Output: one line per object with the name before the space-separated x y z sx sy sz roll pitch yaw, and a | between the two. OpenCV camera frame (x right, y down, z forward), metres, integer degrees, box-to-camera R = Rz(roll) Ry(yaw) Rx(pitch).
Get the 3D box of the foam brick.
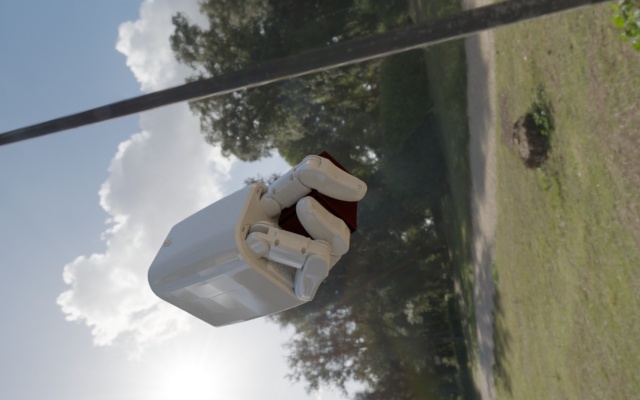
foam brick | 0.000 0.001 0.453 0.051 0.053 0.078 -36 24 28
